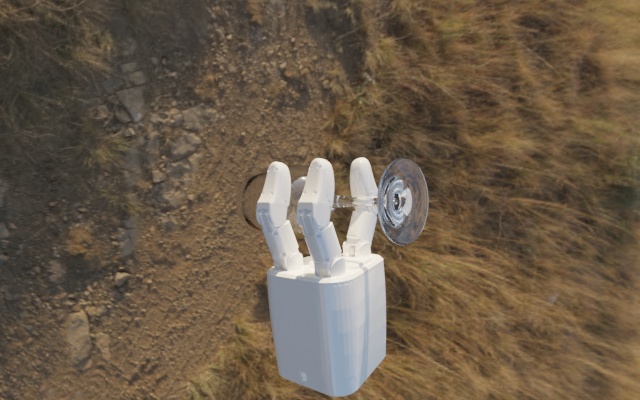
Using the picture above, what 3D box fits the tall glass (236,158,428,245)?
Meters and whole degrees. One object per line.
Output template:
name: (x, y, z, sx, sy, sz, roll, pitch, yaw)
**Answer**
tall glass: (0.001, 0.001, 0.473, 0.201, 0.079, 0.079, 0, 0, 44)
